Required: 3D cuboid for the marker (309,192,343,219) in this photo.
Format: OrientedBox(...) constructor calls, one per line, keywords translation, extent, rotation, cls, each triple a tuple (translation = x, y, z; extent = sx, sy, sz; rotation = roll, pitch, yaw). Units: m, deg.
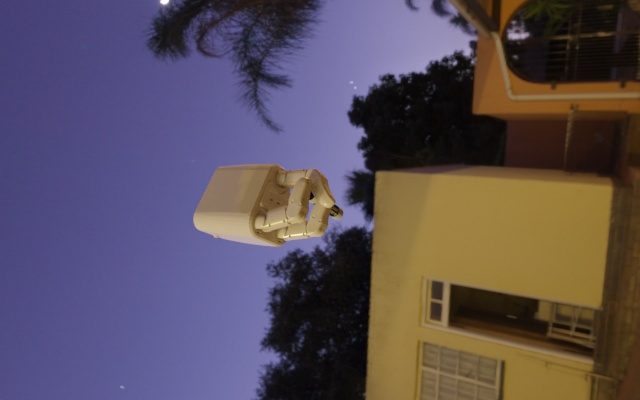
OrientedBox(translation=(0.000, 0.002, 0.687), extent=(0.020, 0.020, 0.121), rotation=(0, -18, 28), cls="marker")
